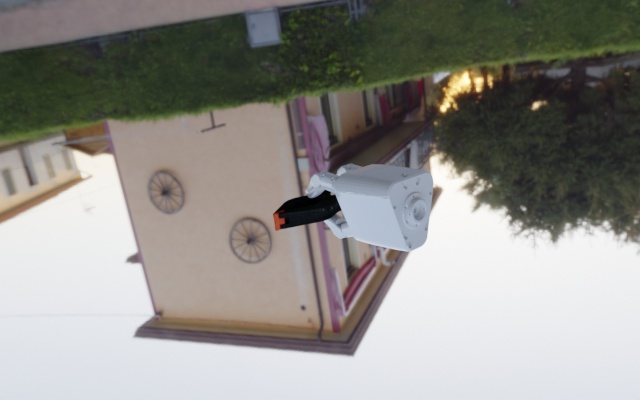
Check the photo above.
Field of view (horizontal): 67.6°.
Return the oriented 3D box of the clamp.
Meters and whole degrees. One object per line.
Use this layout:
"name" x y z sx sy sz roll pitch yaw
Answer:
"clamp" 0.000 0.004 0.796 0.210 0.036 0.164 -19 19 -34
